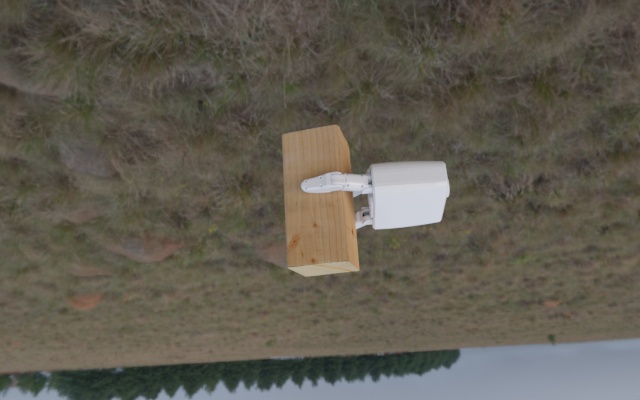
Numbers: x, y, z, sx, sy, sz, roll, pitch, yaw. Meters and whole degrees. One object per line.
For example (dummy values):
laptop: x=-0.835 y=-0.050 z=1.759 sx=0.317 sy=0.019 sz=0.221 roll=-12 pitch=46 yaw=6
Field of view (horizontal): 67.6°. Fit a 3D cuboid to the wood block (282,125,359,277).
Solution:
wood block: x=0.000 y=0.002 z=0.725 sx=0.090 sy=0.206 sz=0.091 roll=-8 pitch=-18 yaw=13
